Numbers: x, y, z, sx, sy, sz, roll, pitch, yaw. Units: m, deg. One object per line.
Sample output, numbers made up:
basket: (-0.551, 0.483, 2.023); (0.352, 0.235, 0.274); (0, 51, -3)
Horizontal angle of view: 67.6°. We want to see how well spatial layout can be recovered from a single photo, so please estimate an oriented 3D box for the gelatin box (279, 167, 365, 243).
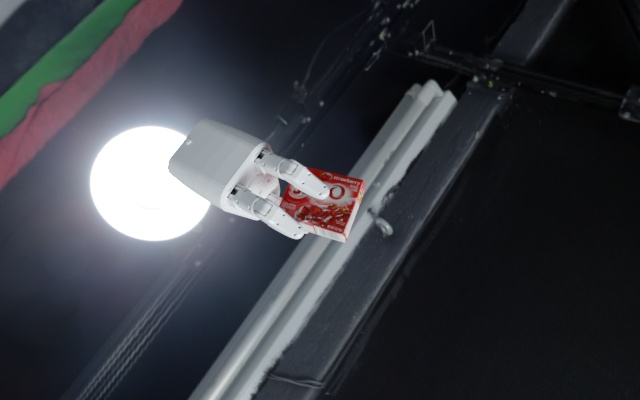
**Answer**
gelatin box: (0.000, 0.002, 0.570); (0.089, 0.073, 0.030); (15, -23, 18)
